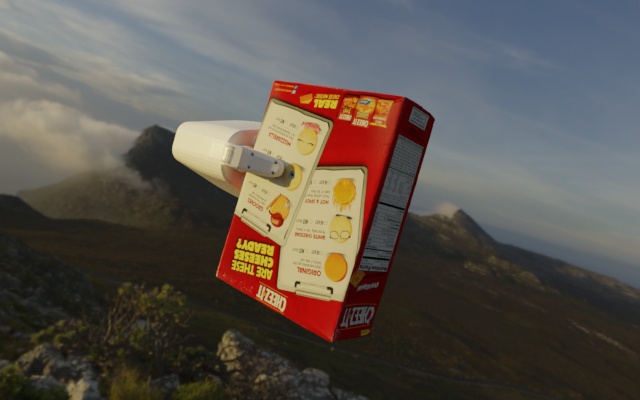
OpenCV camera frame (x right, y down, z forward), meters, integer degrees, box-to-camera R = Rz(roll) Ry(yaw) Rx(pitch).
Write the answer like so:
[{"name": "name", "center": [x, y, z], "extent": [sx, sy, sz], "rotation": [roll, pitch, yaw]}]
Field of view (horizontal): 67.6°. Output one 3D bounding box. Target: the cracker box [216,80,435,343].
[{"name": "cracker box", "center": [0.000, 0.001, 0.464], "extent": [0.164, 0.214, 0.072], "rotation": [18, 4, 40]}]
